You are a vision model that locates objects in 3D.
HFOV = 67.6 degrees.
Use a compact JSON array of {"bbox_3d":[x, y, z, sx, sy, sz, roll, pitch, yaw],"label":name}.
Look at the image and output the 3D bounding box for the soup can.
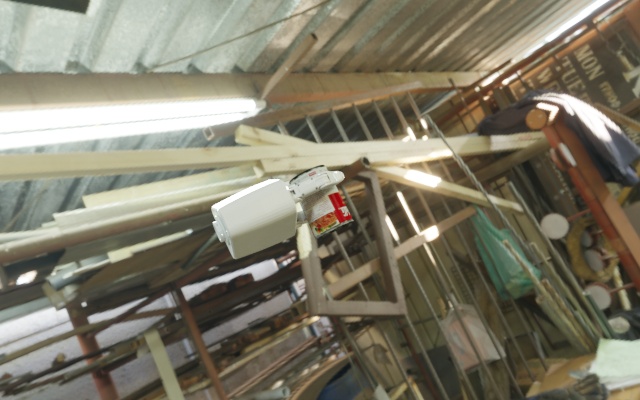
[{"bbox_3d":[0.000,0.002,0.765,0.068,0.102,0.068,-26,-7,-4],"label":"soup can"}]
